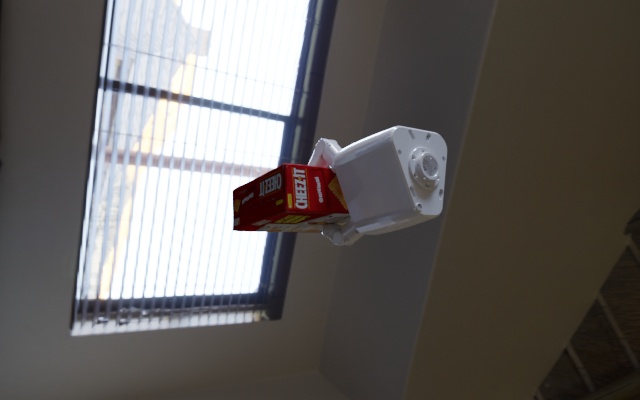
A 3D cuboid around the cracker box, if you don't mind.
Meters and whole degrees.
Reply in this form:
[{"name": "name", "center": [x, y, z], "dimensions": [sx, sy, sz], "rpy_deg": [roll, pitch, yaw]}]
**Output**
[{"name": "cracker box", "center": [0.000, 0.002, 0.701], "dimensions": [0.214, 0.072, 0.164], "rpy_deg": [4, -14, -34]}]
